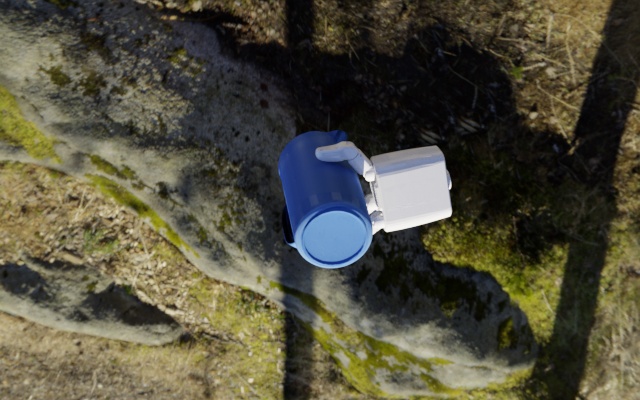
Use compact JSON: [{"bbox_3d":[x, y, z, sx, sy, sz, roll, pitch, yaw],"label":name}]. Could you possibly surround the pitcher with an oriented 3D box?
[{"bbox_3d":[0.000,0.002,0.746,0.145,0.149,0.242,-12,29,-1],"label":"pitcher"}]
